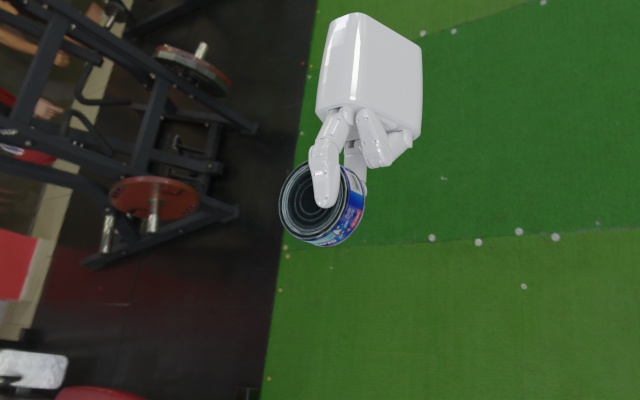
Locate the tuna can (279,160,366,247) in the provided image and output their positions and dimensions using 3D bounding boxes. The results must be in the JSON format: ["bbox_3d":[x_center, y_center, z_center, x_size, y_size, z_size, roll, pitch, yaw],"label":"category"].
[{"bbox_3d":[0.000,0.001,0.478,0.086,0.086,0.034,0,-14,36],"label":"tuna can"}]
